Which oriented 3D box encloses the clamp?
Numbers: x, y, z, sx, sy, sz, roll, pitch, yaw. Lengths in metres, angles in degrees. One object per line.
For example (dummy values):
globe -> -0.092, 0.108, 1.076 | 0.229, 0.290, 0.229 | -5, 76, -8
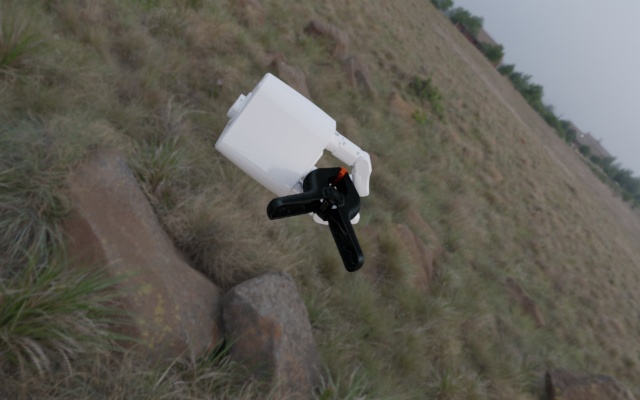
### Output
clamp -> 0.001, 0.001, 0.566 | 0.120, 0.039, 0.171 | 35, 27, -17
